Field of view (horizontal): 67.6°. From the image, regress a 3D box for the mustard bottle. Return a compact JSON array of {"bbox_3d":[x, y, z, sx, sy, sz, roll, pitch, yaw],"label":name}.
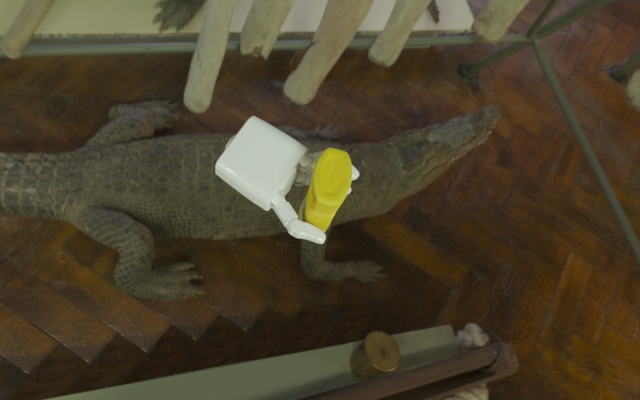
[{"bbox_3d":[0.000,0.003,0.766,0.058,0.096,0.192,12,-27,-6],"label":"mustard bottle"}]
